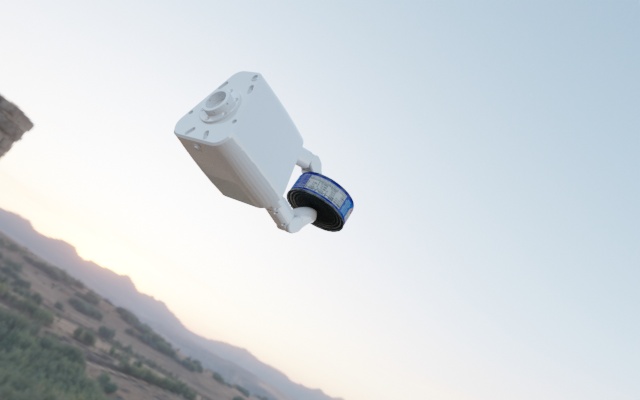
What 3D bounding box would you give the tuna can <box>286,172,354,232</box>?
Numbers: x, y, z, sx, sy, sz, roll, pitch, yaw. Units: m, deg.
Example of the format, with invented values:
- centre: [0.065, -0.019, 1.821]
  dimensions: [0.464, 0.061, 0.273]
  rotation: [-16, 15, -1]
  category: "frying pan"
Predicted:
- centre: [0.000, 0.002, 0.623]
  dimensions: [0.086, 0.033, 0.086]
  rotation: [27, -26, 14]
  category: "tuna can"
